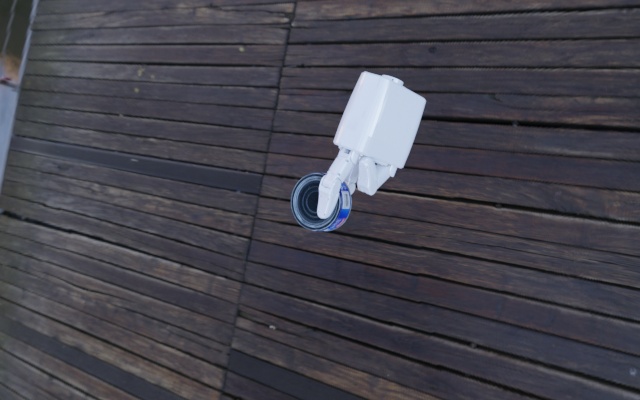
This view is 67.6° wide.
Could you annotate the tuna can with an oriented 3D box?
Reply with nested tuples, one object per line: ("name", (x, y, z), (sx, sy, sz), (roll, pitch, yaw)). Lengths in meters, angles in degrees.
("tuna can", (0.000, 0.002, 0.692), (0.086, 0.086, 0.034), (0, -1, 30))
